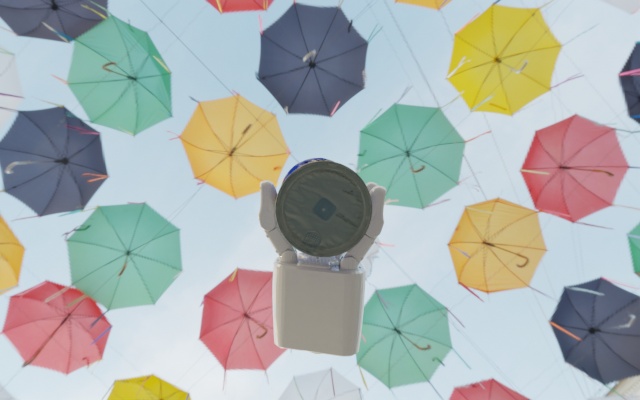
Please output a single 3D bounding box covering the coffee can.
[{"bbox_3d":[0.000,0.002,0.568,0.103,0.103,0.140,0,7,-3],"label":"coffee can"}]
